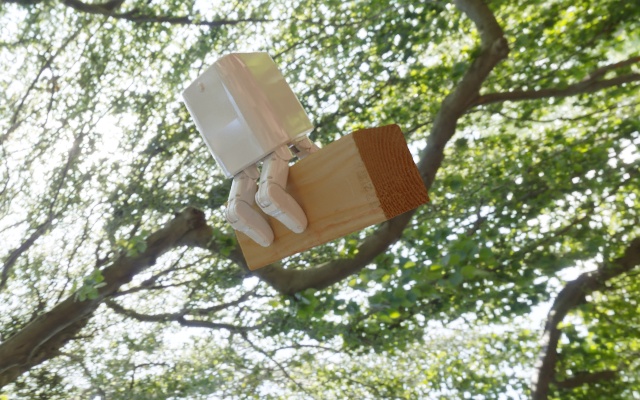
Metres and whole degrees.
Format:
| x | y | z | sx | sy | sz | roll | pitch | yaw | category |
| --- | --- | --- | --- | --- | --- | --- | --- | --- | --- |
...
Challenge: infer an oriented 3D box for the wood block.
| x | y | z | sx | sy | sz | roll | pitch | yaw | category |
| --- | --- | --- | --- | --- | --- | --- | --- | --- | --- |
| 0.000 | 0.001 | 0.528 | 0.206 | 0.090 | 0.091 | -25 | -4 | 41 | wood block |
